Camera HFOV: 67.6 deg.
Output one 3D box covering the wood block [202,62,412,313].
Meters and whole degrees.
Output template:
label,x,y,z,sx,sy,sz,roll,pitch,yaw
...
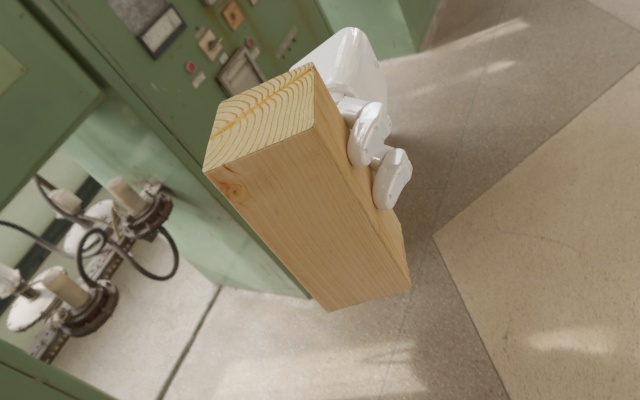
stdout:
label,x,y,z,sx,sy,sz,roll,pitch,yaw
wood block,0.000,0.001,0.418,0.091,0.090,0.206,-19,-48,18
